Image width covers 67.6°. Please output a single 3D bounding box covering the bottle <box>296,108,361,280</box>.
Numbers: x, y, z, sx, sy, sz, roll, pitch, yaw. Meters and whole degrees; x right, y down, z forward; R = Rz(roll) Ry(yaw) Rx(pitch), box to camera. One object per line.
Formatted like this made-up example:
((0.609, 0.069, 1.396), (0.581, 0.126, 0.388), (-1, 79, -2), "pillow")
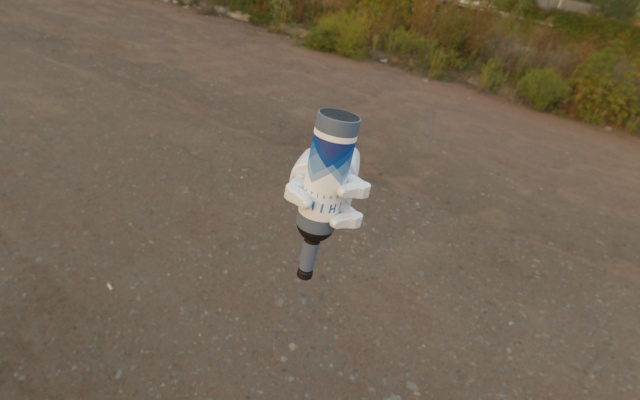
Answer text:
((0.000, 0.002, 0.774), (0.069, 0.296, 0.069), (10, 25, -5), "bottle")
